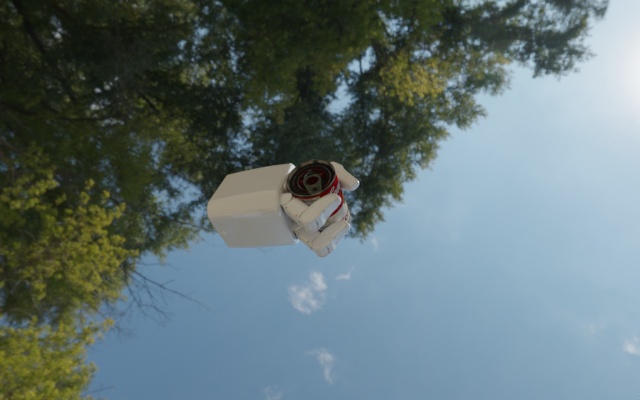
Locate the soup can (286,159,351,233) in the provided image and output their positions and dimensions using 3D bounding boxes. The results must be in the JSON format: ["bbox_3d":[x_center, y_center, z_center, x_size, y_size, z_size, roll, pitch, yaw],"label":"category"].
[{"bbox_3d":[0.001,0.002,0.666,0.068,0.068,0.102,0,-41,20],"label":"soup can"}]
